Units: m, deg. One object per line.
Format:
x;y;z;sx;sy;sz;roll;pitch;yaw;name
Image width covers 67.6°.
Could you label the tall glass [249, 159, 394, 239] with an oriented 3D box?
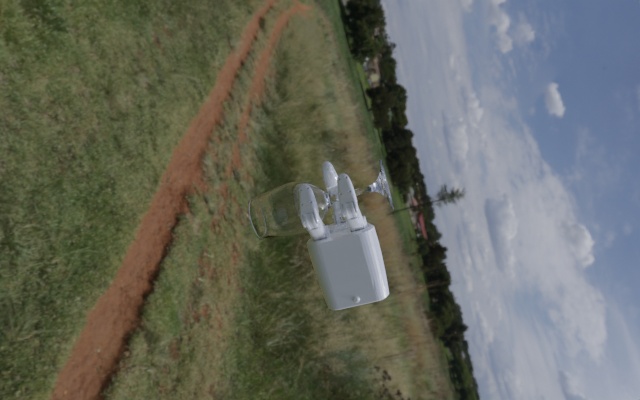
0.001;0.002;0.696;0.201;0.079;0.079;-15;-3;9;tall glass
